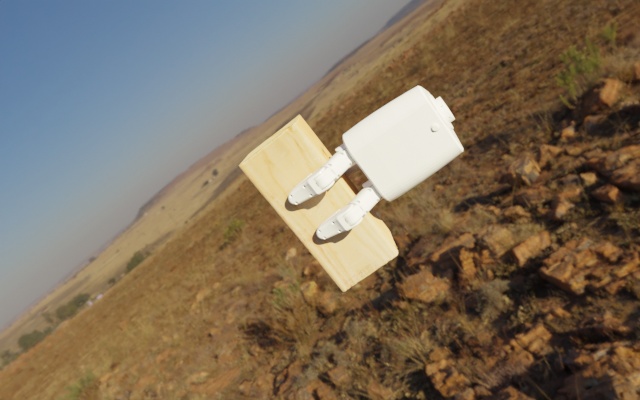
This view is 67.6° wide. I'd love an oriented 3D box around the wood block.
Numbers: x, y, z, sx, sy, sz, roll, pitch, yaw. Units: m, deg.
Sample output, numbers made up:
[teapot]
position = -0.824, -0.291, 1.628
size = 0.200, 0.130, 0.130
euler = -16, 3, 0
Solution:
[wood block]
position = 0.000, 0.002, 0.617
size = 0.090, 0.206, 0.090
euler = -36, 12, 10
